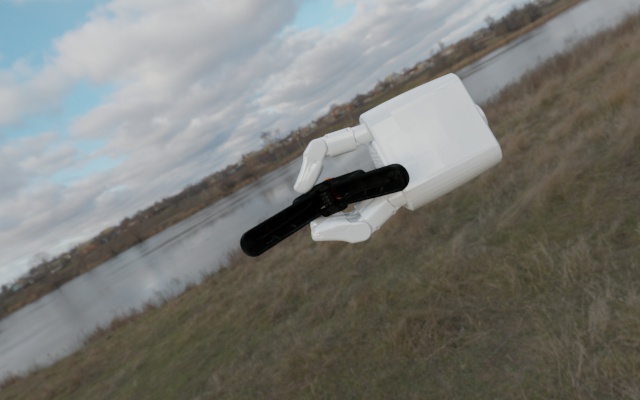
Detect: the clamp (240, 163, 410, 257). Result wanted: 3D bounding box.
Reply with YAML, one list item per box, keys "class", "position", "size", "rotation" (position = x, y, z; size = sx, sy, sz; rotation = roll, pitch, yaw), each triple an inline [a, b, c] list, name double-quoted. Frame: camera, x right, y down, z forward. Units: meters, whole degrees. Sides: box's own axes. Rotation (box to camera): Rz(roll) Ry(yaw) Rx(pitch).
- class: "clamp"
  position: [0.000, 0.001, 0.512]
  size: [0.164, 0.036, 0.210]
  rotation: [-24, 6, 1]
